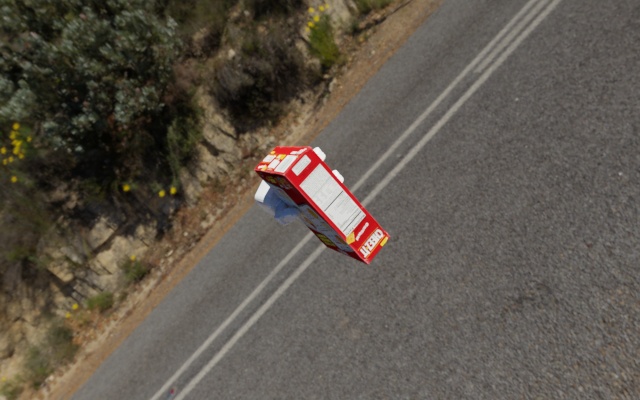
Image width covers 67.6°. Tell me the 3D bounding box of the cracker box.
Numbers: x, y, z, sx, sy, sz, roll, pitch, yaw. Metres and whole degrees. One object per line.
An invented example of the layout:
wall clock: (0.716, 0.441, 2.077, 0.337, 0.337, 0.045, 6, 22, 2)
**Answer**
cracker box: (0.000, 0.003, 0.824, 0.214, 0.072, 0.164, 47, -13, -21)
